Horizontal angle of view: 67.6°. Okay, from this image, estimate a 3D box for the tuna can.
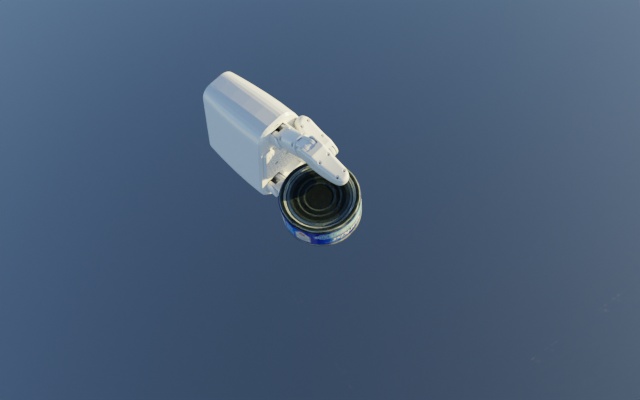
[{"bbox_3d":[0.000,0.001,0.494,0.086,0.086,0.034,0,-27,4],"label":"tuna can"}]
